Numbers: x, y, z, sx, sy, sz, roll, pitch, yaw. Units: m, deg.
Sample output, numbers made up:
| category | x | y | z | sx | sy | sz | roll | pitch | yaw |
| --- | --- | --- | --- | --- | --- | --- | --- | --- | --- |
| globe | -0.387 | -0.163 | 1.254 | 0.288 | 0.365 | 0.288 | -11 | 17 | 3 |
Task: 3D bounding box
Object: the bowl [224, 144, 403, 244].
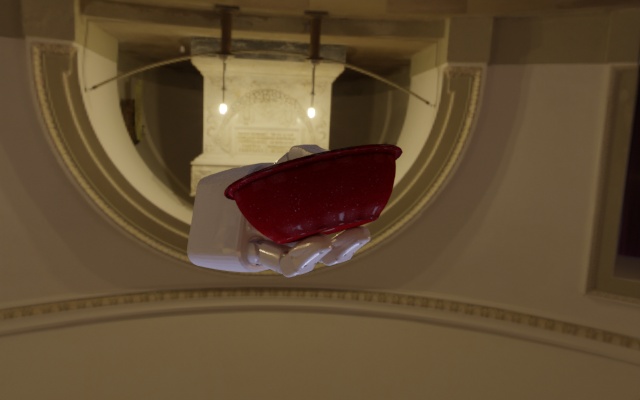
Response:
| category | x | y | z | sx | sy | sz | roll | pitch | yaw |
| --- | --- | --- | --- | --- | --- | --- | --- | --- | --- |
| bowl | 0.001 | 0.002 | 0.422 | 0.162 | 0.055 | 0.162 | -14 | -7 | -2 |
